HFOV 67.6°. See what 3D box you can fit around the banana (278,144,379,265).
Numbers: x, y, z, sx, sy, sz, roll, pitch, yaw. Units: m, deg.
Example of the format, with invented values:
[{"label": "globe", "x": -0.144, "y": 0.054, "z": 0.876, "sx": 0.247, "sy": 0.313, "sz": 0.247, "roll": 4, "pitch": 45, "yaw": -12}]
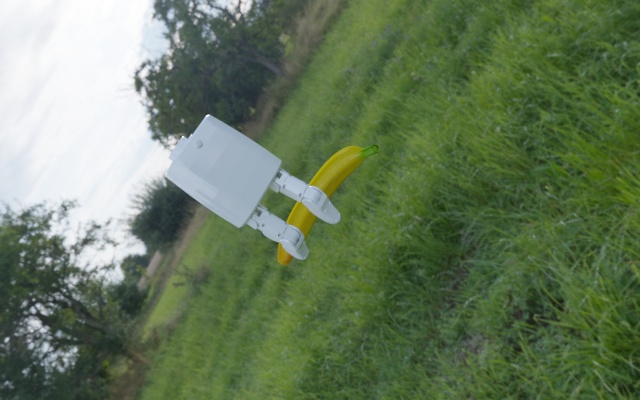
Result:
[{"label": "banana", "x": -0.002, "y": -0.003, "z": 0.642, "sx": 0.037, "sy": 0.198, "sz": 0.069, "roll": 37, "pitch": -1, "yaw": -16}]
